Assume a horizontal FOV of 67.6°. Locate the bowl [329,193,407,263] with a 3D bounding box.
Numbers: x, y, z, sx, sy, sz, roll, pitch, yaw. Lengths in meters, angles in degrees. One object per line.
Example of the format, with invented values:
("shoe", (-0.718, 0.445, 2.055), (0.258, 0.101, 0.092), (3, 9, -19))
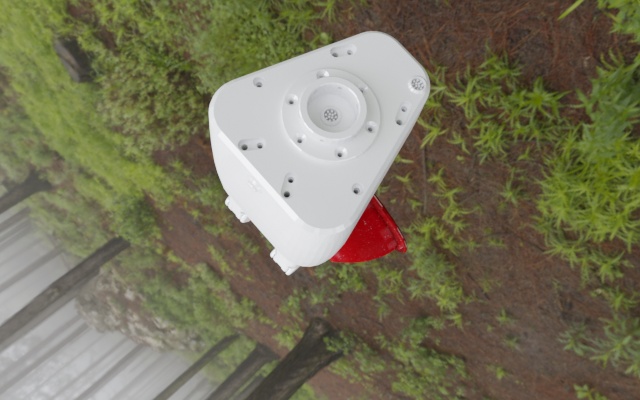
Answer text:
("bowl", (0.000, 0.002, 0.417), (0.055, 0.162, 0.162), (-42, 4, -5))
